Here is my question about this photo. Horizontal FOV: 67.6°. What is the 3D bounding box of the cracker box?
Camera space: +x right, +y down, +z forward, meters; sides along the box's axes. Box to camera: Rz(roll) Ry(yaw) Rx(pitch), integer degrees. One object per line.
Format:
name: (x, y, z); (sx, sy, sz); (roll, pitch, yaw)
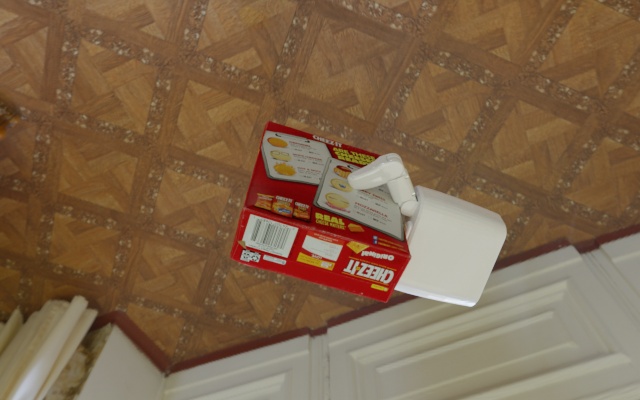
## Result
cracker box: (0.000, 0.002, 0.533); (0.164, 0.072, 0.213); (16, 29, -9)
